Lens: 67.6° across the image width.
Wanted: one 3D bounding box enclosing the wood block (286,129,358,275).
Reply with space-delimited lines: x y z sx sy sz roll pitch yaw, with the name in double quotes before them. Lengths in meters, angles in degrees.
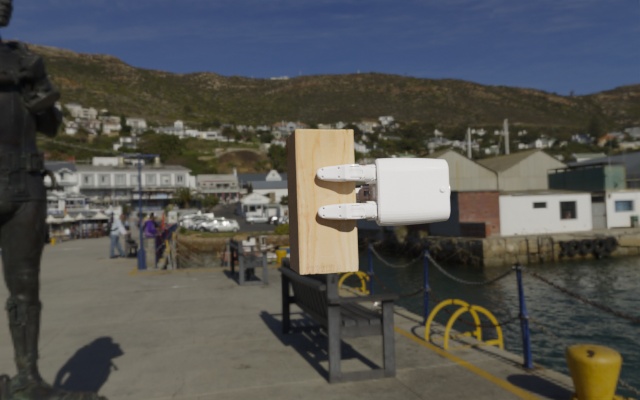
"wood block" 0.000 0.002 0.725 0.090 0.206 0.091 -2 -2 -12
